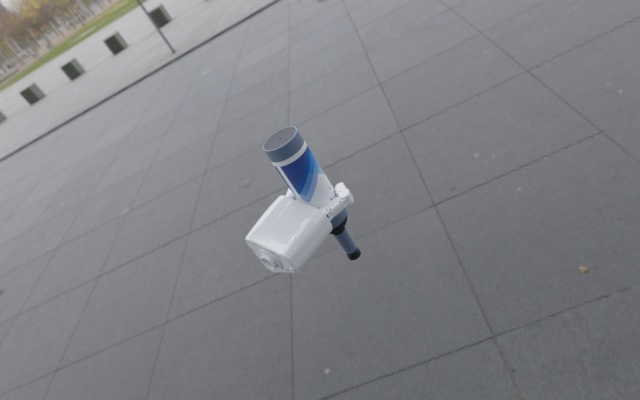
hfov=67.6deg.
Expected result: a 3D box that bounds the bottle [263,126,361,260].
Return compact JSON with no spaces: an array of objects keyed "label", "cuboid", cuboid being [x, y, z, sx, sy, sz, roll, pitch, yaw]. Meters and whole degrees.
[{"label":"bottle","cuboid":[0.000,0.003,0.869,0.069,0.296,0.069,-23,33,16]}]
